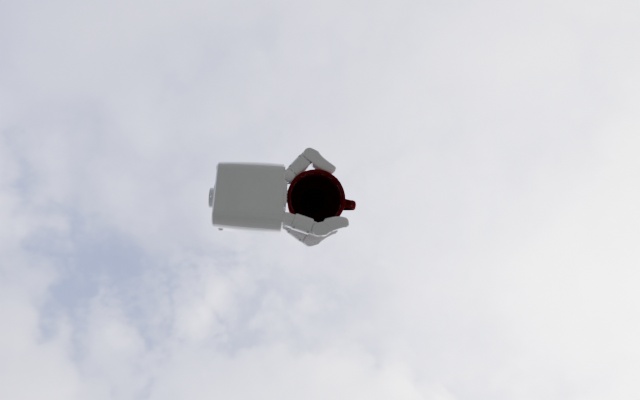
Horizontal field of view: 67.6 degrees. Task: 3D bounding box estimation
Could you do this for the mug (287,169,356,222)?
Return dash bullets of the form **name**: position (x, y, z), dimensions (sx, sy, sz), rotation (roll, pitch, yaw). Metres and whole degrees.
- **mug**: position (0.002, 0.003, 0.785), dimensions (0.117, 0.093, 0.081), rotation (4, -8, -7)
